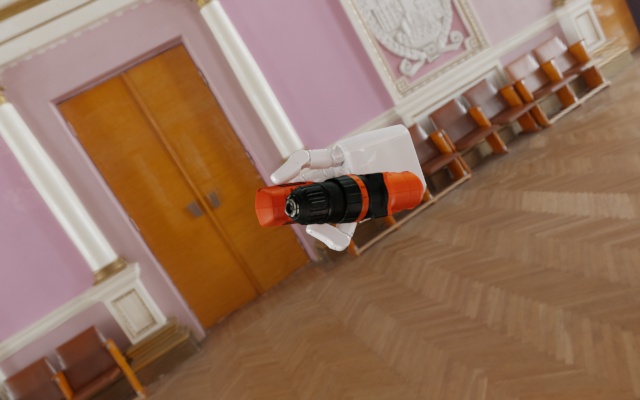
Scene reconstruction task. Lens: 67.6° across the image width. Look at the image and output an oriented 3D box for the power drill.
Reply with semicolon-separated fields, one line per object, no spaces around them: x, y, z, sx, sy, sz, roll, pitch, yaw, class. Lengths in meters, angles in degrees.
0.000;0.002;0.571;0.184;0.057;0.187;-6;2;-38;power drill
